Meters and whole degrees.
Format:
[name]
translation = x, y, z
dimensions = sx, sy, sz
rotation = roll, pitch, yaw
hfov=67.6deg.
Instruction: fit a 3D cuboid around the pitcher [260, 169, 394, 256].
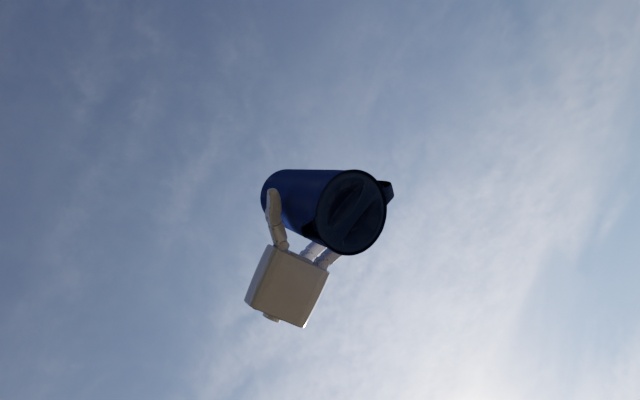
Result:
[pitcher]
translation = 0.000, 0.003, 0.827
dimensions = 0.149, 0.145, 0.243
rotation = 26, -6, -31
